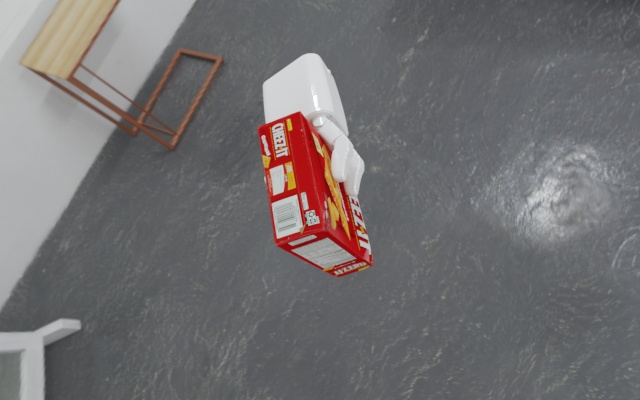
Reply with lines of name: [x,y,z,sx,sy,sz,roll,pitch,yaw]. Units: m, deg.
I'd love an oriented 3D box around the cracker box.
cracker box: [0.000,0.002,0.658,0.072,0.164,0.214,-18,-24,16]
